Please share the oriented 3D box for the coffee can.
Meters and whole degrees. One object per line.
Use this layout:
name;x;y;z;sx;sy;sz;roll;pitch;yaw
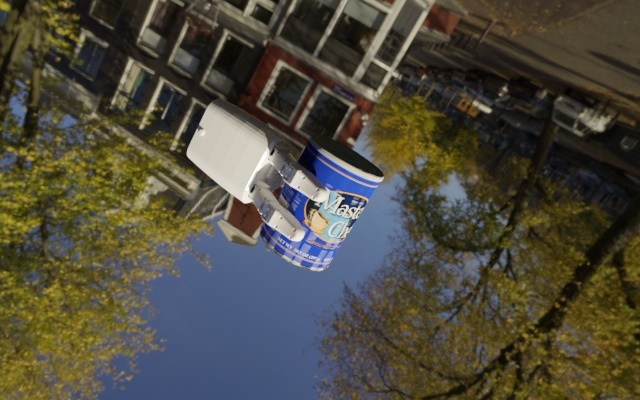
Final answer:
coffee can;0.000;0.002;0.601;0.103;0.140;0.102;28;16;-9
